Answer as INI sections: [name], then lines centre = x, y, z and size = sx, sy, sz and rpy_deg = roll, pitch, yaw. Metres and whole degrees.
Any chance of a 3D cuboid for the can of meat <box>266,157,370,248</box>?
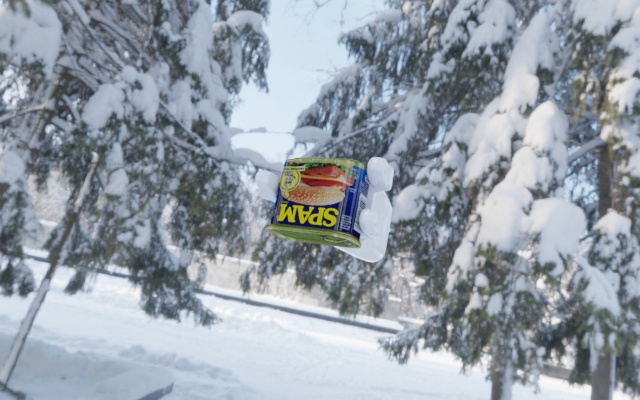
[can of meat]
centre = 0.000, 0.001, 0.518
size = 0.102, 0.084, 0.057
rpy_deg = 5, -16, 27
